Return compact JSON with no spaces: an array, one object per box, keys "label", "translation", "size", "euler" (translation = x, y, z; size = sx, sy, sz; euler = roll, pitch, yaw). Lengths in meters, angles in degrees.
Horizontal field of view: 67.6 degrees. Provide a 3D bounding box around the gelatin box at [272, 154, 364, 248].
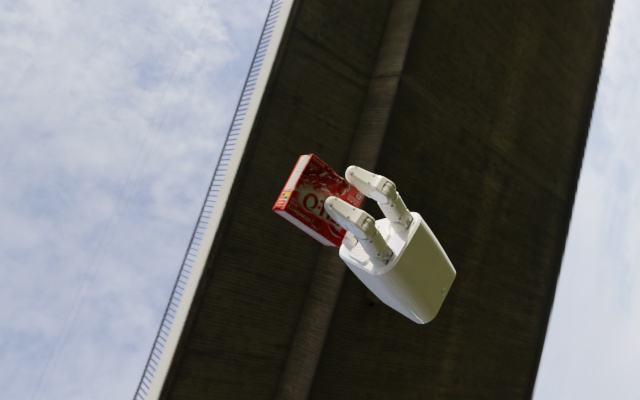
[{"label":"gelatin box","translation":[0.000,0.002,0.544],"size":[0.089,0.073,0.030],"euler":[36,-19,-28]}]
